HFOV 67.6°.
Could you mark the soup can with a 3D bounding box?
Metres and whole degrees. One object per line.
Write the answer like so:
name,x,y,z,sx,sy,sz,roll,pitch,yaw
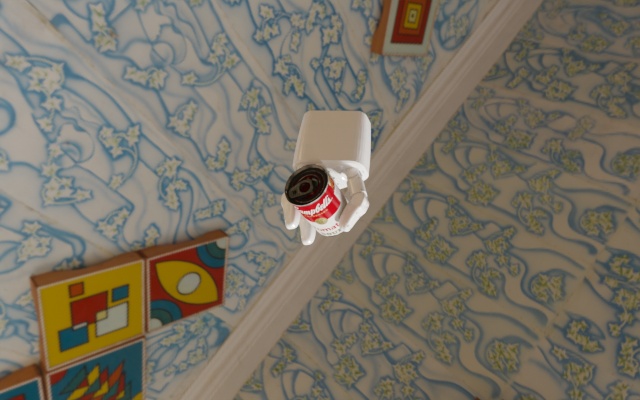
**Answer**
soup can,0.000,0.003,0.705,0.068,0.068,0.102,0,-29,28
